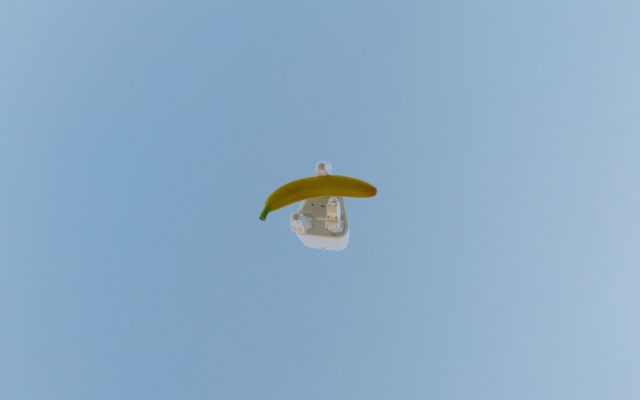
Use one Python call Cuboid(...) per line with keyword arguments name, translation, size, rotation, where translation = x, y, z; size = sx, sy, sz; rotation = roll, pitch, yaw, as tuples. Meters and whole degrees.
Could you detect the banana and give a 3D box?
Cuboid(name="banana", translation=(-0.007, -0.012, 0.798), size=(0.198, 0.069, 0.037), rotation=(-14, -33, -4))
